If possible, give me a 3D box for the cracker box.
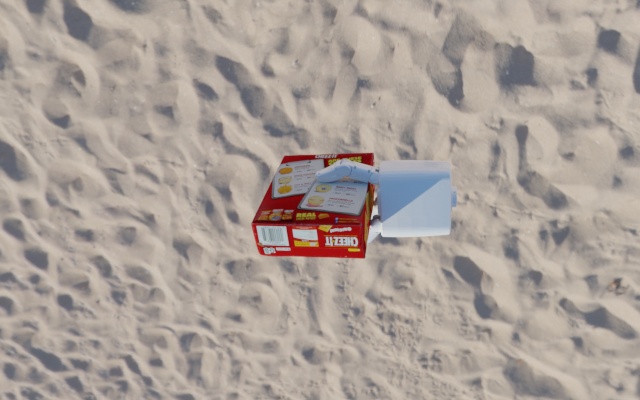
[{"bbox_3d":[0.000,0.002,0.770,0.164,0.072,0.213,0,33,12],"label":"cracker box"}]
